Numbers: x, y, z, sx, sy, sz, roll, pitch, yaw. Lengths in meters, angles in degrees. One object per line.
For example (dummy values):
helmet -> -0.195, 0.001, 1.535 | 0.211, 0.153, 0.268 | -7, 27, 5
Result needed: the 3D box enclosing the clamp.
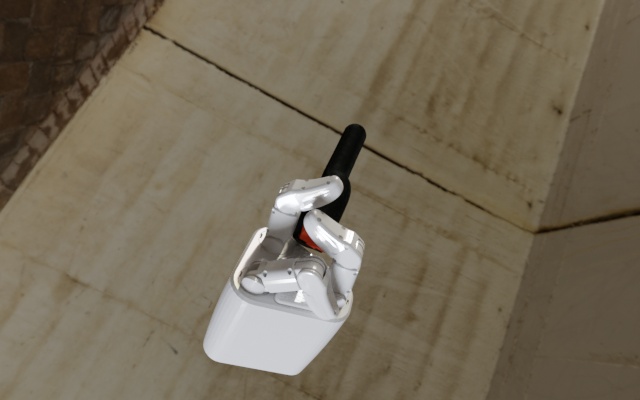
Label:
clamp -> 0.001, 0.002, 0.489 | 0.039, 0.120, 0.171 | 27, 37, -3
